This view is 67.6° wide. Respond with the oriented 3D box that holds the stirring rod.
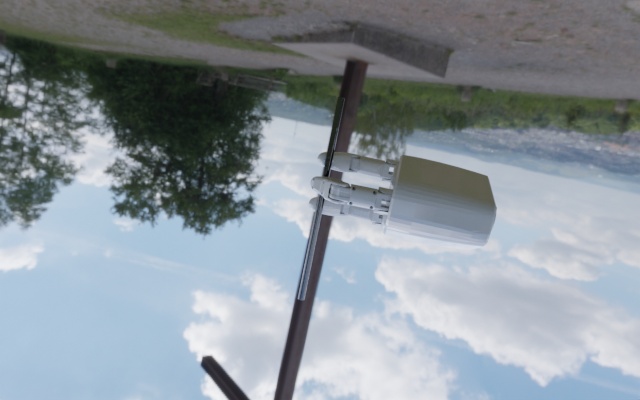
[{"bbox_3d":[0.000,0.002,0.552,0.011,0.239,0.011,11,10,-2],"label":"stirring rod"}]
